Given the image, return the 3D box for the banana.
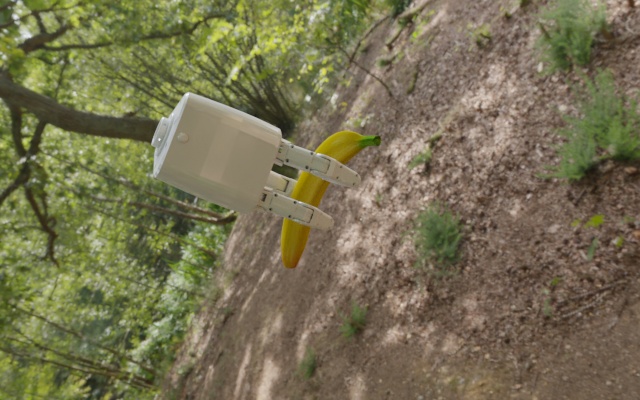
[{"bbox_3d":[-0.005,-0.011,0.579,0.037,0.198,0.069,20,22,-33],"label":"banana"}]
